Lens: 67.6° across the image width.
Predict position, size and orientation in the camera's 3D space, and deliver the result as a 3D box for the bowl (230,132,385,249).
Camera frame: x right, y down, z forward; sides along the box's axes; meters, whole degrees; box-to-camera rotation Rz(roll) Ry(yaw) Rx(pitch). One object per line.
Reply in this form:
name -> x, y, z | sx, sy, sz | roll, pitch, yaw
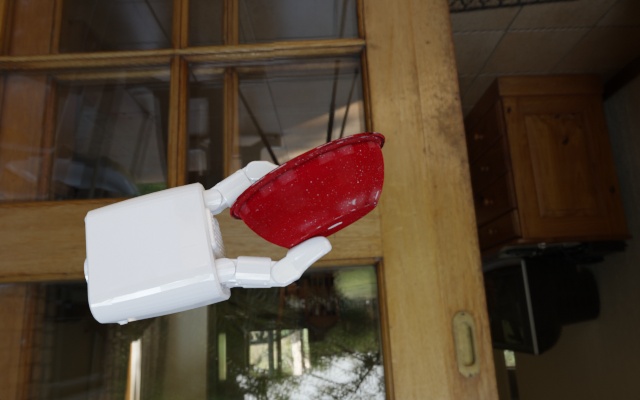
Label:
bowl -> 0.001, 0.001, 0.447 | 0.162, 0.055, 0.162 | -26, -11, -5
